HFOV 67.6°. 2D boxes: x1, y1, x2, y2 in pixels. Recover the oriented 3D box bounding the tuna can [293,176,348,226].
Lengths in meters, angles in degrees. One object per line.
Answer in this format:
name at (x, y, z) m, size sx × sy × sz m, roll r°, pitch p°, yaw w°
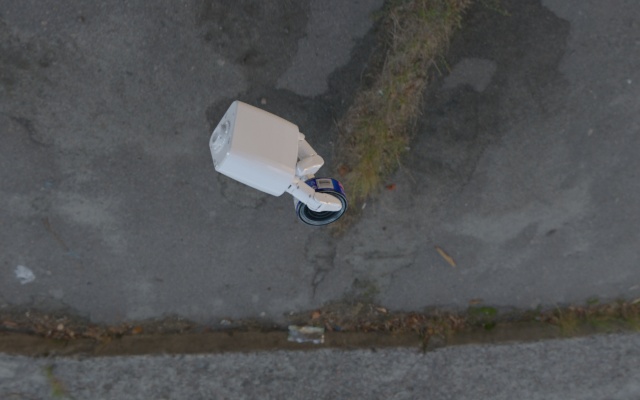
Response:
tuna can at (0.000, 0.003, 0.777) m, size 0.086 × 0.033 × 0.086 m, roll -8°, pitch -43°, yaw -8°
